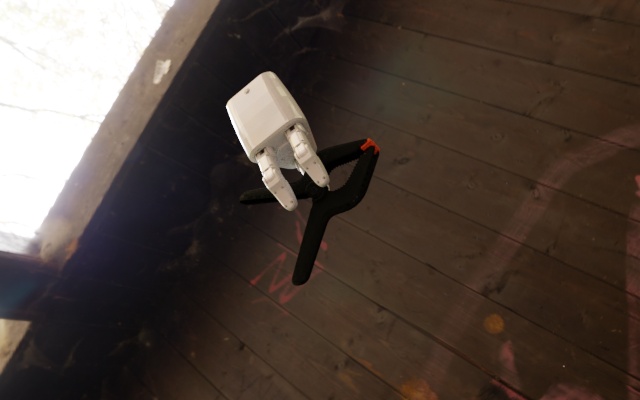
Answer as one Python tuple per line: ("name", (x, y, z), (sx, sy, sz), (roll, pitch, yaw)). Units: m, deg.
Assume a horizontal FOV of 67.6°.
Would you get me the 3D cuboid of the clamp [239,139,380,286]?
("clamp", (0.001, 0.002, 0.648), (0.210, 0.164, 0.036), (-36, -25, 12))
